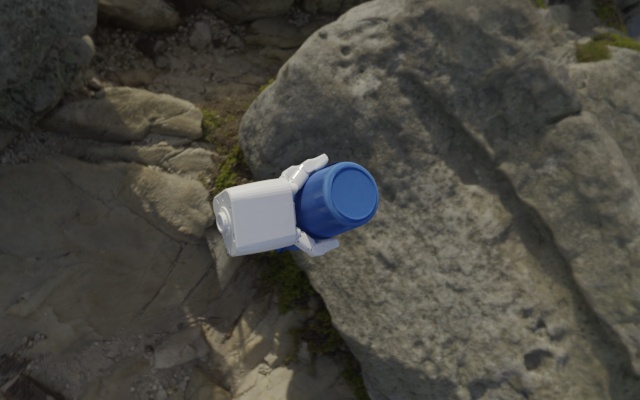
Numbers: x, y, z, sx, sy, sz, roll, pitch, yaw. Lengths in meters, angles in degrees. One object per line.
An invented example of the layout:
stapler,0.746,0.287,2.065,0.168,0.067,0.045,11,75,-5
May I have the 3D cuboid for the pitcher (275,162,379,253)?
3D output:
pitcher,0.000,0.003,0.868,0.145,0.149,0.243,-9,-7,-31
